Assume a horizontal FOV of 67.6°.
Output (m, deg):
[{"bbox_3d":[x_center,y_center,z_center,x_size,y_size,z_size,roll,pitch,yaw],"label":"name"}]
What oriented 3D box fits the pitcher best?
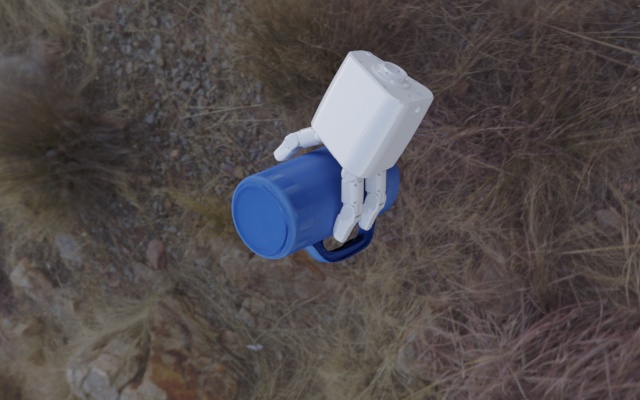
[{"bbox_3d":[0.000,0.002,0.667,0.149,0.145,0.243,45,38,17],"label":"pitcher"}]
